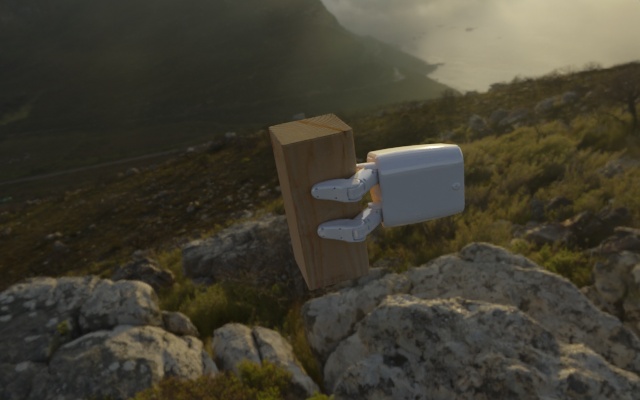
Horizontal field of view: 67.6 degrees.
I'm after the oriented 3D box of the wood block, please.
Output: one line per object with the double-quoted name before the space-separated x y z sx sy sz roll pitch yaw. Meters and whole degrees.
"wood block" 0.000 0.002 0.636 0.090 0.206 0.090 -14 26 -10
